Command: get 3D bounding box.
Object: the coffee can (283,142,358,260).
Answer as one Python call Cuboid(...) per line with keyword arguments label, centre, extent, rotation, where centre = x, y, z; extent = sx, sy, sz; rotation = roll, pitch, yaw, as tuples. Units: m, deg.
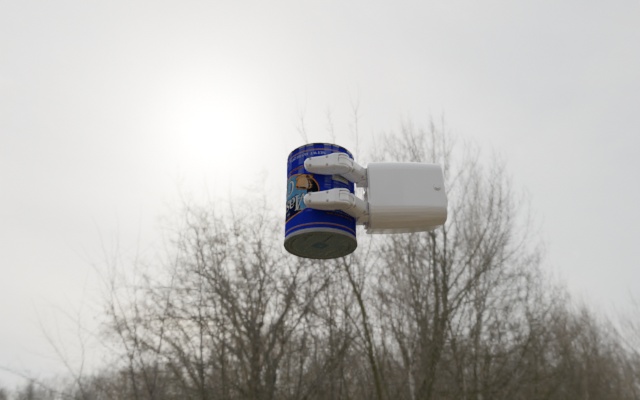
Cuboid(label="coffee can", centre=(0.000, 0.002, 0.691), extent=(0.103, 0.140, 0.103), rotation=(0, -27, 0))
